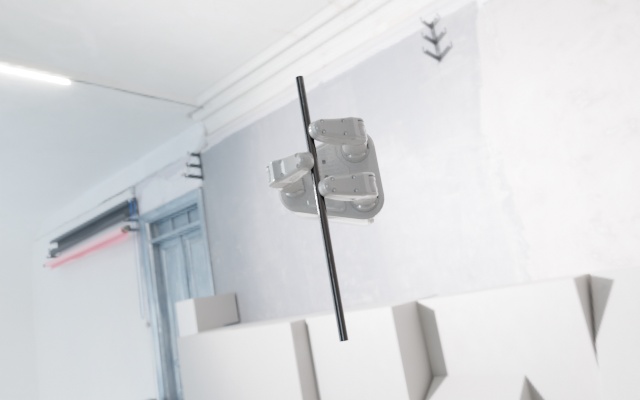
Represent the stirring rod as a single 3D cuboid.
[{"bbox_3d":[0.000,0.002,0.423,0.011,0.239,0.011,-9,-11,-2],"label":"stirring rod"}]
